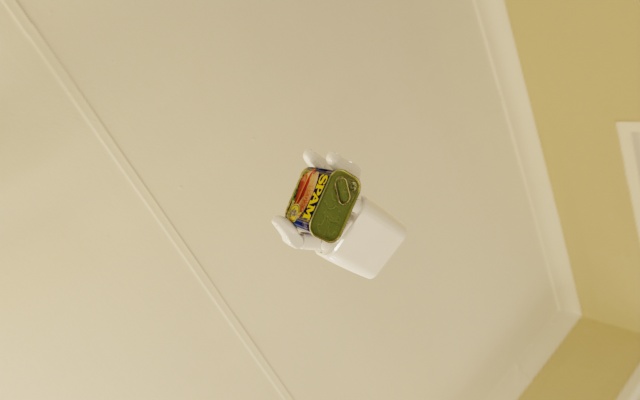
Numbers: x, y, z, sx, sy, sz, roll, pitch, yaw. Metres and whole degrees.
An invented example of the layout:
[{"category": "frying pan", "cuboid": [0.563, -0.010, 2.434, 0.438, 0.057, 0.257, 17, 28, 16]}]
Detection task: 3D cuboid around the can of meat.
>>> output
[{"category": "can of meat", "cuboid": [0.000, 0.002, 0.695, 0.057, 0.102, 0.084, 27, -6, -33]}]
